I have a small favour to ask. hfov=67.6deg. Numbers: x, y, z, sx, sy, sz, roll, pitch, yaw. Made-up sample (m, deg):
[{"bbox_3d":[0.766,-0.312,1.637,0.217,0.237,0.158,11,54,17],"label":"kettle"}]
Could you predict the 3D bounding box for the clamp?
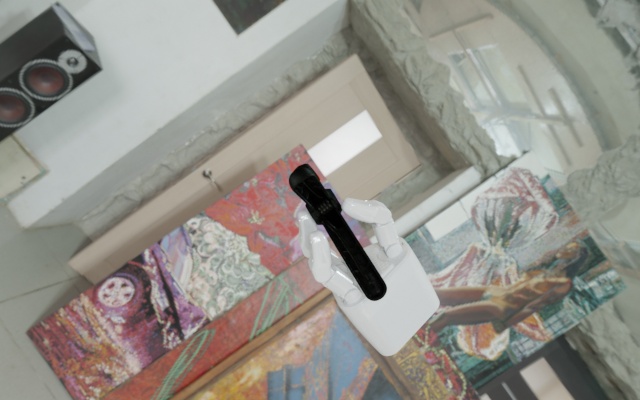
[{"bbox_3d":[0.001,0.001,0.543,0.036,0.165,0.210,-32,29,1],"label":"clamp"}]
